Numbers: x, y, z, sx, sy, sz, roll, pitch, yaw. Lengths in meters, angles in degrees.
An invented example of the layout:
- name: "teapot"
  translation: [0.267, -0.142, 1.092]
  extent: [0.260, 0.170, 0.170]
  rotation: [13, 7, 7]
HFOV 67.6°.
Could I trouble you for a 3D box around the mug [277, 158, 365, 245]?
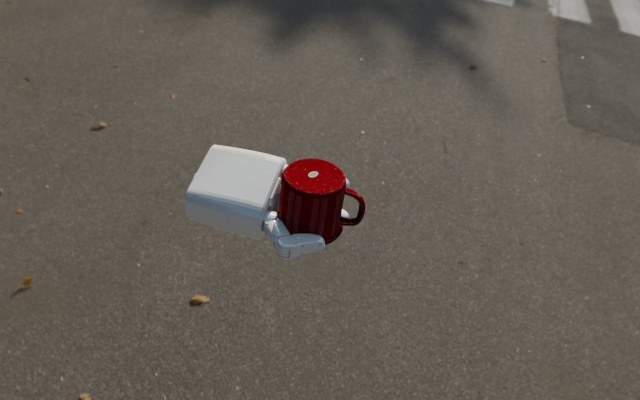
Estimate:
- name: "mug"
  translation: [0.002, 0.002, 0.616]
  extent: [0.117, 0.082, 0.093]
  rotation: [13, 38, 6]
